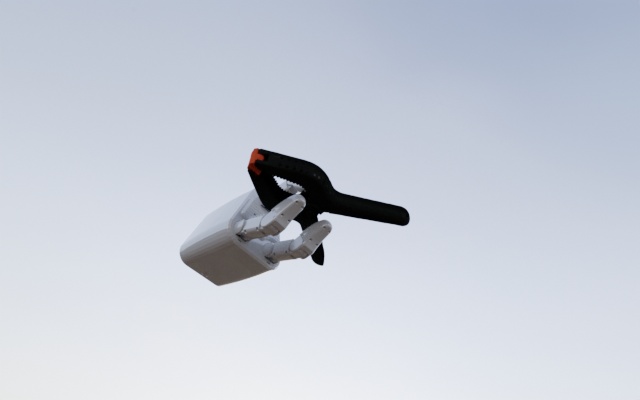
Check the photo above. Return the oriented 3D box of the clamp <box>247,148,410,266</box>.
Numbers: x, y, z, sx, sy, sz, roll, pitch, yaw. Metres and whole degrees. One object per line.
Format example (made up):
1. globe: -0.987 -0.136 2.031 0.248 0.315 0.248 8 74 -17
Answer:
1. clamp: 0.000 0.001 0.602 0.164 0.036 0.210 -25 -51 29
